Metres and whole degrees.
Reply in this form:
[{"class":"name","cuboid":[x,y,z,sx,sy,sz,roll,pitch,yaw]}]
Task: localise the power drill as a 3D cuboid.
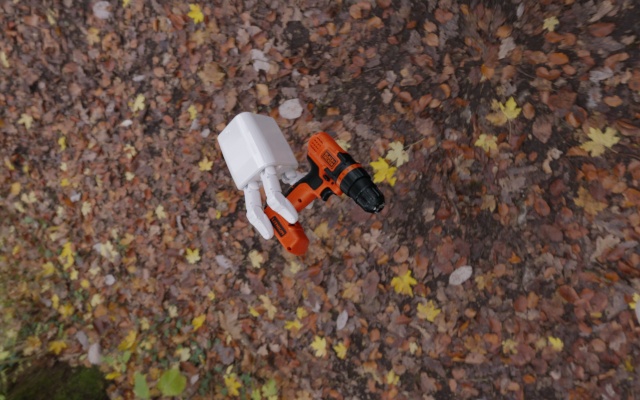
[{"class":"power drill","cuboid":[0.000,0.003,0.806,0.057,0.188,0.184,21,25,-54]}]
